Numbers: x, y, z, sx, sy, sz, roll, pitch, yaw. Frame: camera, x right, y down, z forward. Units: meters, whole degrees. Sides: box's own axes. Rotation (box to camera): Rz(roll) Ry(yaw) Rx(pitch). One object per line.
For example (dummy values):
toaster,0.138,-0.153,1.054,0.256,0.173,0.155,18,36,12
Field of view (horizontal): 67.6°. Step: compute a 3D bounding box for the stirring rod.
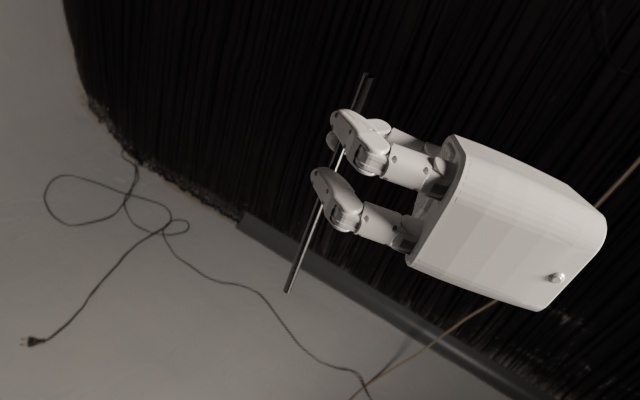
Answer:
stirring rod,0.000,0.001,0.409,0.011,0.240,0.011,13,38,-10
